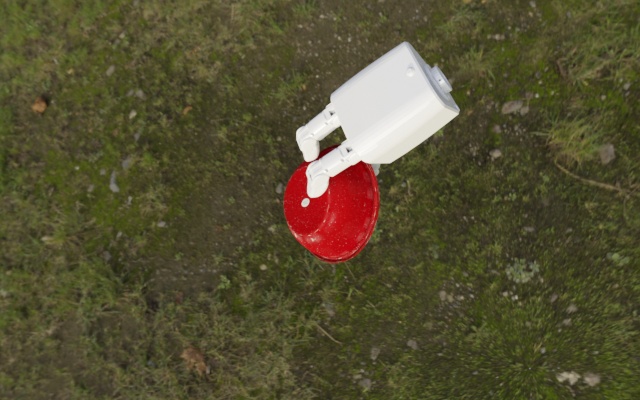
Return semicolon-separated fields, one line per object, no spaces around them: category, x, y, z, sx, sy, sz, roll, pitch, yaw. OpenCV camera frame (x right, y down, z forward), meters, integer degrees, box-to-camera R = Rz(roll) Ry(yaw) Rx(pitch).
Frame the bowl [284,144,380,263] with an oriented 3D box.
bowl;-0.001;0.003;0.635;0.055;0.162;0.162;5;-4;-42
